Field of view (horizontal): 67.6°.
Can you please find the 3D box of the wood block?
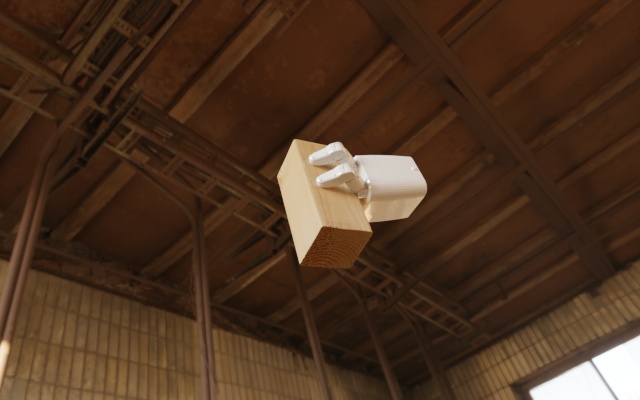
[{"bbox_3d":[0.000,0.003,0.791,0.090,0.091,0.206,8,40,-25],"label":"wood block"}]
